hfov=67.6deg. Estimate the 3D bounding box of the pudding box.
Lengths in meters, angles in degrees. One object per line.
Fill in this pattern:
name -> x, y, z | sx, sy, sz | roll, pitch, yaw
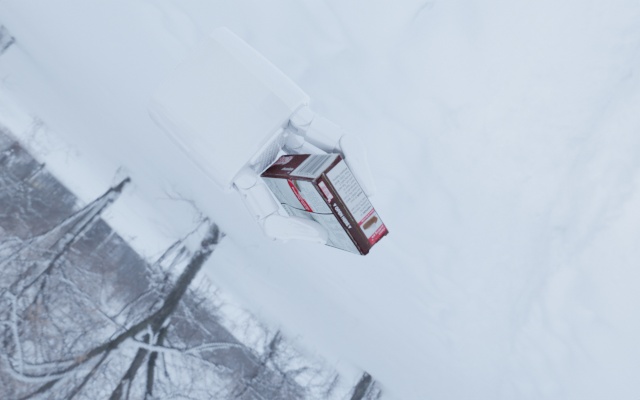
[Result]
pudding box -> 0.000, 0.002, 0.453 | 0.039, 0.090, 0.113 | -43, 24, -19
